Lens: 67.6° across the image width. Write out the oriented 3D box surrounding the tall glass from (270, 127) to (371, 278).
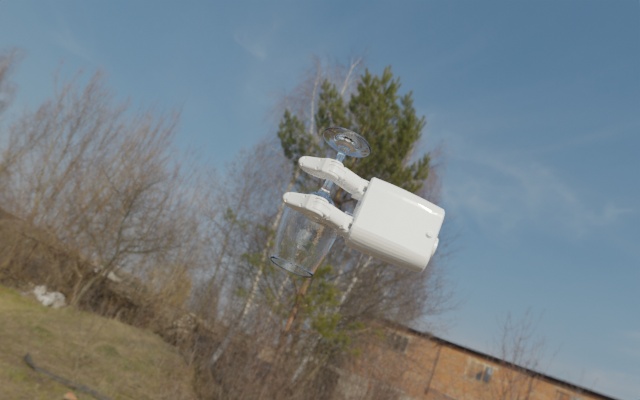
[{"bbox_3d":[0.000,0.002,0.656,0.079,0.201,0.079,22,-19,8],"label":"tall glass"}]
